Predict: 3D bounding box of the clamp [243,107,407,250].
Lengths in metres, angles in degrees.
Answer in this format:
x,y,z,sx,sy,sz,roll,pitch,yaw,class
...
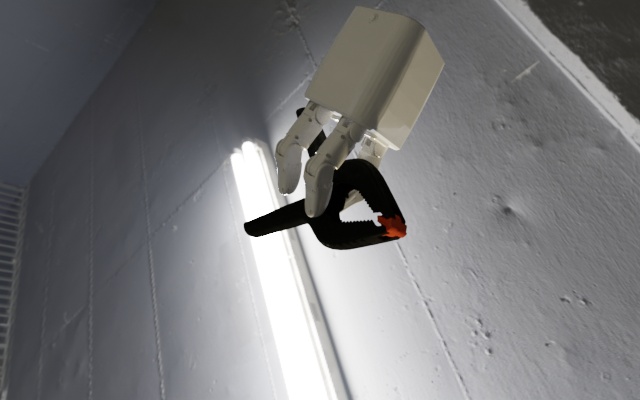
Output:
x,y,z,sx,sy,sz,roll,pitch,yaw,class
0.001,0.002,0.502,0.036,0.164,0.210,22,10,-44,clamp
